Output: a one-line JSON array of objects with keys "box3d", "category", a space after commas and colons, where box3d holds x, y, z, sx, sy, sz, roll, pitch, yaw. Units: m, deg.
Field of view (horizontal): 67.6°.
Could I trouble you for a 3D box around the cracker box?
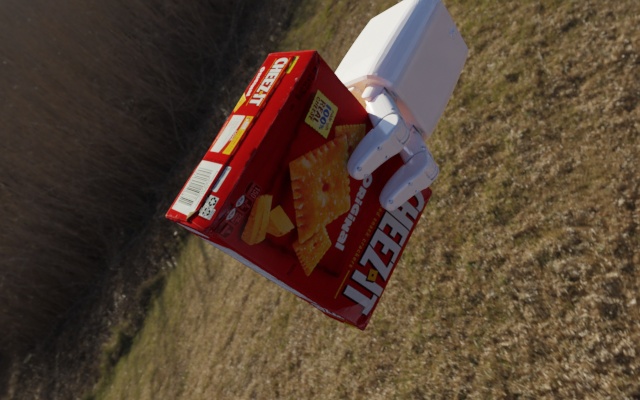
[{"box3d": [0.000, 0.001, 0.429, 0.072, 0.164, 0.214, 15, -19, 47], "category": "cracker box"}]
